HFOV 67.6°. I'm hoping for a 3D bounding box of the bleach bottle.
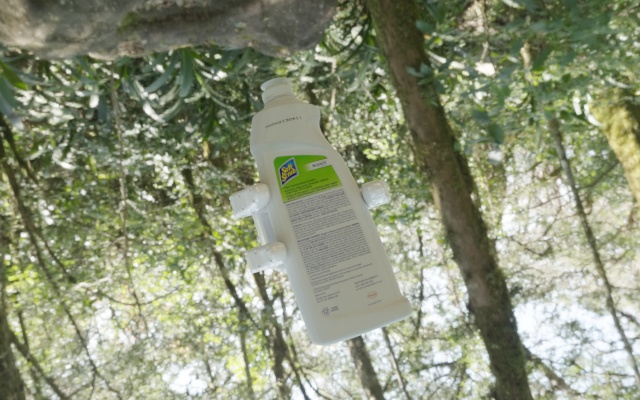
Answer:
[{"bbox_3d":[0.000,0.002,0.459,0.102,0.251,0.068,-16,-6,-12],"label":"bleach bottle"}]
